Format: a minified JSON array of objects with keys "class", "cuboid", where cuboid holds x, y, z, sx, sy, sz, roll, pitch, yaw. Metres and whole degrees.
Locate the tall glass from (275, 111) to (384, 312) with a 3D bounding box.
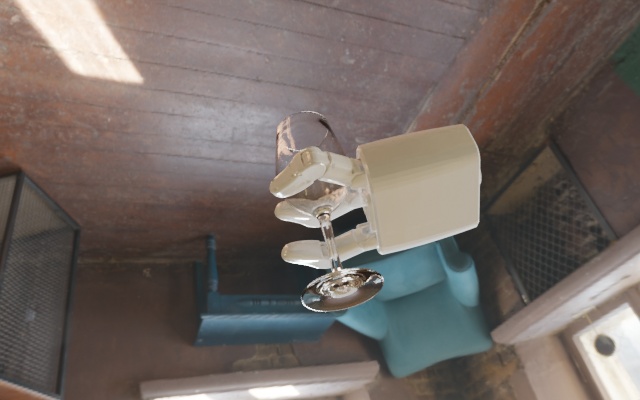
[{"class":"tall glass","cuboid":[0.000,0.002,0.472,0.079,0.201,0.079,-9,-36,-7]}]
